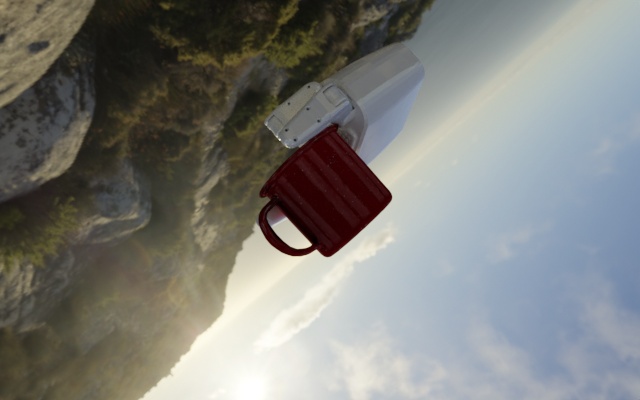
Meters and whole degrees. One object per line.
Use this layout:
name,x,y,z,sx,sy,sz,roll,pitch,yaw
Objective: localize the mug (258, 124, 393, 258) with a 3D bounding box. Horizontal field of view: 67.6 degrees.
mug,-0.001,0.002,0.409,0.117,0.081,0.093,-41,-3,-32
